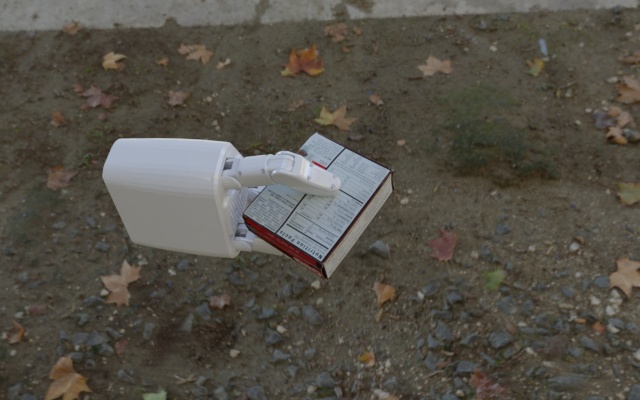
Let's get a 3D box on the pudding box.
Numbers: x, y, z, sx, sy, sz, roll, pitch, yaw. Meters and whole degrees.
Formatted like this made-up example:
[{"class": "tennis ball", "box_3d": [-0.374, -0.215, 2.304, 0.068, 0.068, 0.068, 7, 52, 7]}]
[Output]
[{"class": "pudding box", "box_3d": [0.000, 0.001, 0.428, 0.090, 0.113, 0.039, 30, -21, 22]}]
